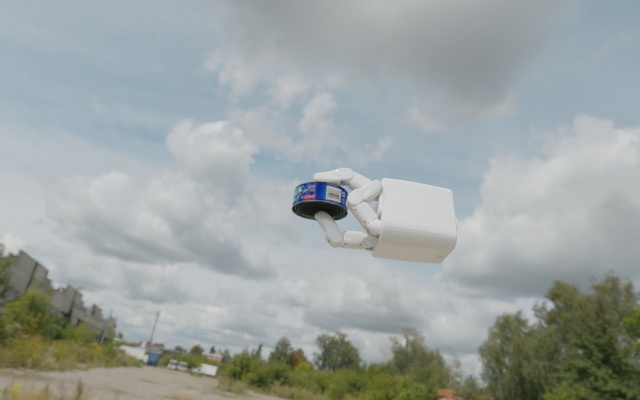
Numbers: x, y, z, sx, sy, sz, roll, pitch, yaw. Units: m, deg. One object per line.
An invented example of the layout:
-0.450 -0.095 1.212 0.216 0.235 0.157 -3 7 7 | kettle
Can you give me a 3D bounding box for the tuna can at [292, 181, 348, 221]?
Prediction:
0.000 0.002 0.732 0.086 0.033 0.086 4 -21 2 | tuna can
